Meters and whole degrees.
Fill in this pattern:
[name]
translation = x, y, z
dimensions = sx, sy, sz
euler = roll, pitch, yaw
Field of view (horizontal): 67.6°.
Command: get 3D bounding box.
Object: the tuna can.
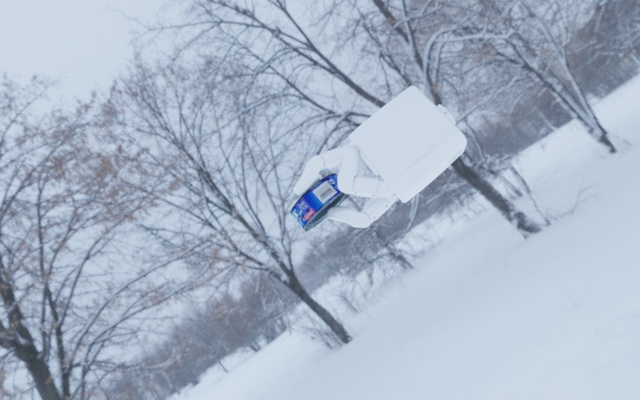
[tuna can]
translation = 0.000, 0.002, 0.657
dimensions = 0.086, 0.033, 0.086
euler = -40, -9, -8
